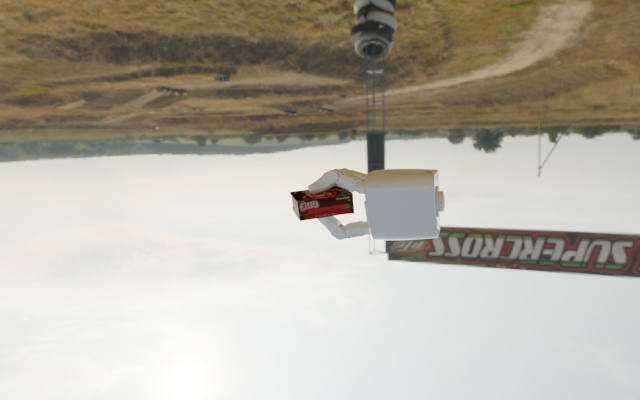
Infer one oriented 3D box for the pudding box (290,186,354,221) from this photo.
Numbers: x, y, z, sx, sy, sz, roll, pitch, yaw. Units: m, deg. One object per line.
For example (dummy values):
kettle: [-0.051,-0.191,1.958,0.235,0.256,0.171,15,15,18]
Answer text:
pudding box: [0.000,0.003,0.796,0.090,0.039,0.113,-7,7,-9]
